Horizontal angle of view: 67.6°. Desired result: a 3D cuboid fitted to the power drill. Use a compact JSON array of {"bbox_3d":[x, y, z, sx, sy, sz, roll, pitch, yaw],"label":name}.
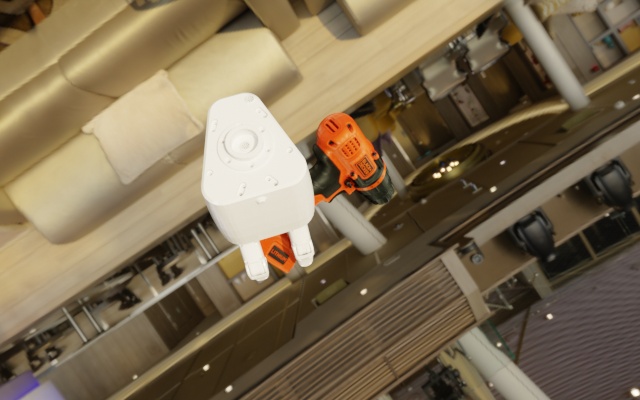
[{"bbox_3d":[0.000,0.002,0.588,0.057,0.187,0.184,47,1,37],"label":"power drill"}]
